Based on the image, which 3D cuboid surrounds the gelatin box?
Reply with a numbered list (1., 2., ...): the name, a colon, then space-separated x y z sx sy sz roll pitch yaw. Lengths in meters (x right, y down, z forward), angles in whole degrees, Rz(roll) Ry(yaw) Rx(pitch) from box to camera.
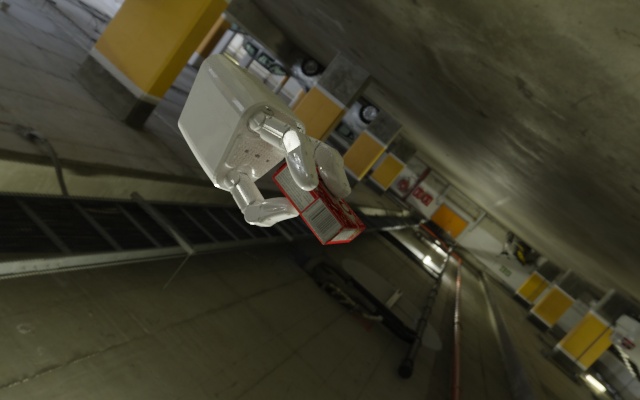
1. gelatin box: 0.000 0.002 0.483 0.030 0.089 0.073 -42 -17 14
